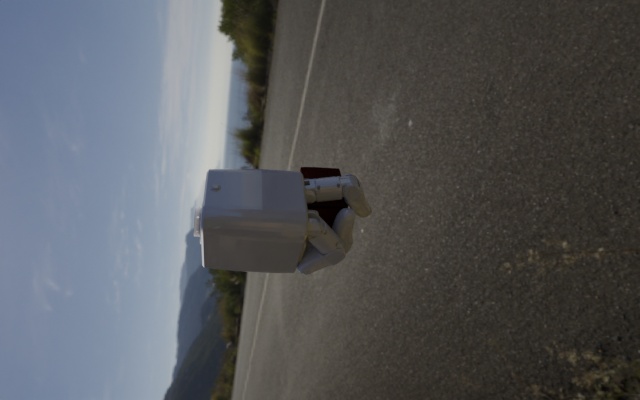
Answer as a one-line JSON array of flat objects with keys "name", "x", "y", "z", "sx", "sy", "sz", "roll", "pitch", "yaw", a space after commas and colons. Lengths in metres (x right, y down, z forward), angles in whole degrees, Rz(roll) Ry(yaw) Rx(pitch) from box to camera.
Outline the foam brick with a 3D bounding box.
[{"name": "foam brick", "x": 0.000, "y": 0.002, "z": 0.584, "sx": 0.051, "sy": 0.053, "sz": 0.078, "roll": 2, "pitch": 39, "yaw": -9}]
